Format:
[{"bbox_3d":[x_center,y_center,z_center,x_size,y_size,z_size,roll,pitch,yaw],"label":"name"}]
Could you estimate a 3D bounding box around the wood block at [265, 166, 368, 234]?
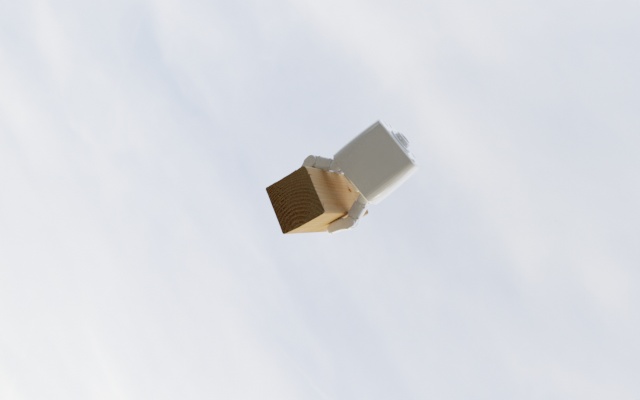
[{"bbox_3d":[0.001,0.003,0.890,0.090,0.090,0.206,-29,-14,23],"label":"wood block"}]
